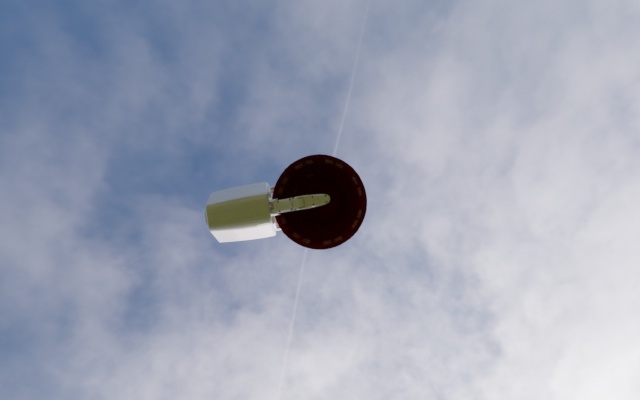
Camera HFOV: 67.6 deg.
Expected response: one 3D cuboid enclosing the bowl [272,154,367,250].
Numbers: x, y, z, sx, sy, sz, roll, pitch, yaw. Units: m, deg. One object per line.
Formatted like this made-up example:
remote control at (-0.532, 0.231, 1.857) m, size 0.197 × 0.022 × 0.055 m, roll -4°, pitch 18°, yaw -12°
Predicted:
bowl at (0.001, 0.003, 0.832) m, size 0.162 × 0.162 × 0.055 m, roll 0°, pitch 0°, yaw 5°
